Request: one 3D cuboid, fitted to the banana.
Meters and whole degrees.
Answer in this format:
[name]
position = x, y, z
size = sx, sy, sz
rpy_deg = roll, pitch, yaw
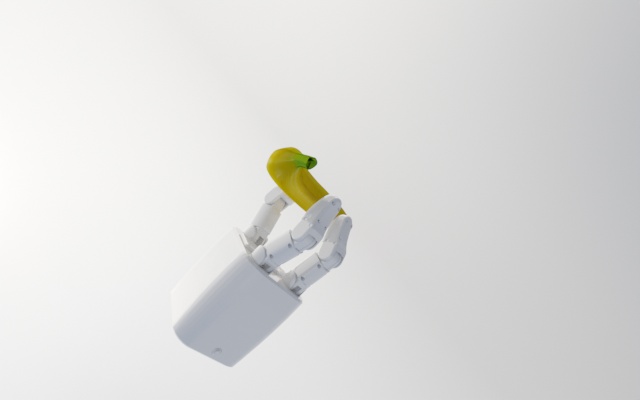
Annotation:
[banana]
position = -0.014, -0.010, 0.509
size = 0.069, 0.037, 0.198
rpy_deg = 40, -5, 24
